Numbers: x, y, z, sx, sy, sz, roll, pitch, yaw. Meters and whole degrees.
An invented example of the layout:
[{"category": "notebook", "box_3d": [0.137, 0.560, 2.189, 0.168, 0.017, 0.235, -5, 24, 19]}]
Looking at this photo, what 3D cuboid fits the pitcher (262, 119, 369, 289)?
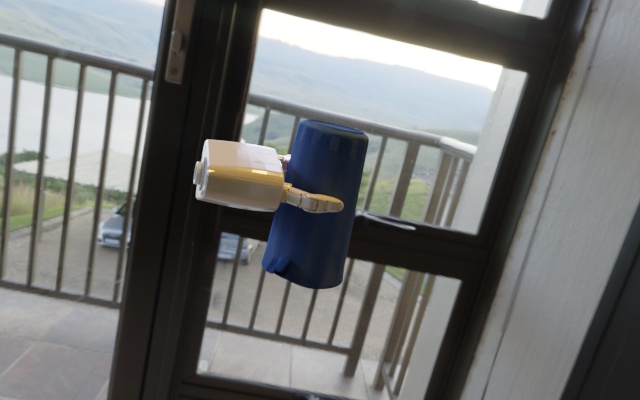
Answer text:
[{"category": "pitcher", "box_3d": [0.000, 0.002, 0.748, 0.145, 0.243, 0.149, 9, 14, -19]}]
